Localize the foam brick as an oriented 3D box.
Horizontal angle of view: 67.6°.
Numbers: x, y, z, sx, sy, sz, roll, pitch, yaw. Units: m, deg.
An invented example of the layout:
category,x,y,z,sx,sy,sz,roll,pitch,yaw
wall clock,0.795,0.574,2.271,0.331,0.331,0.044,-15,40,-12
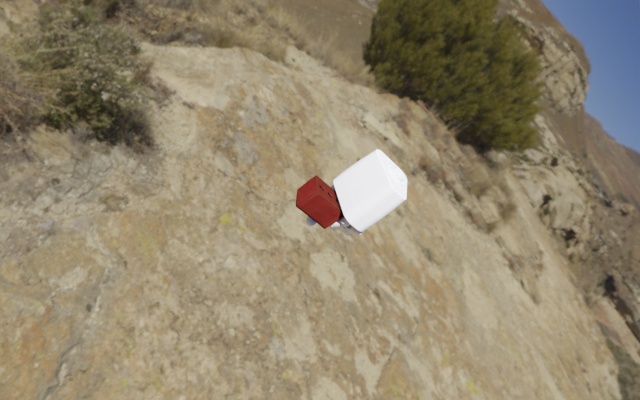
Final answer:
category,x,y,z,sx,sy,sz,roll,pitch,yaw
foam brick,0.000,0.003,0.874,0.051,0.053,0.078,-36,-58,26
